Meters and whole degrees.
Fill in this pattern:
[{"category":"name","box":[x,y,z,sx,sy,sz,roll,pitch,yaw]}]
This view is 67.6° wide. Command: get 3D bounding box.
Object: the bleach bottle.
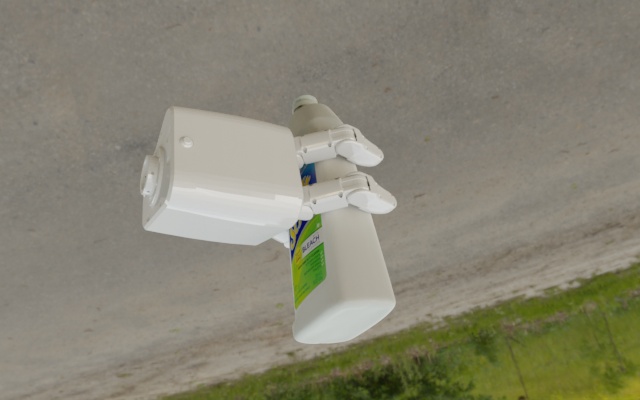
[{"category":"bleach bottle","box":[0.000,0.002,0.469,0.068,0.250,0.103,8,-37,-28]}]
